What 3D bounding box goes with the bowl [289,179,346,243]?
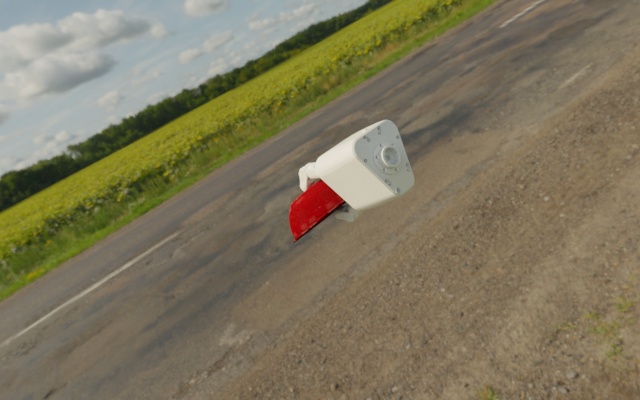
[{"bbox_3d":[-0.001,0.003,0.824,0.162,0.055,0.162,-39,-4,-3],"label":"bowl"}]
